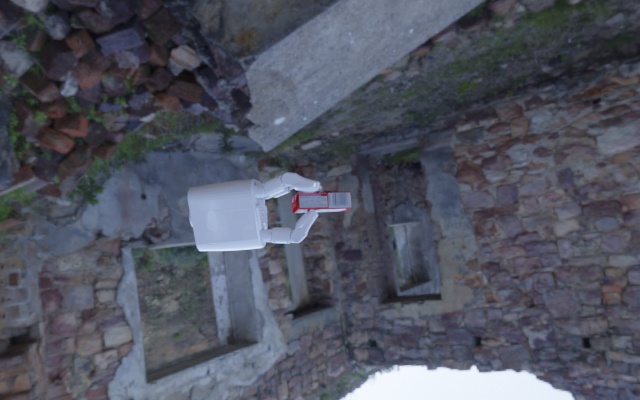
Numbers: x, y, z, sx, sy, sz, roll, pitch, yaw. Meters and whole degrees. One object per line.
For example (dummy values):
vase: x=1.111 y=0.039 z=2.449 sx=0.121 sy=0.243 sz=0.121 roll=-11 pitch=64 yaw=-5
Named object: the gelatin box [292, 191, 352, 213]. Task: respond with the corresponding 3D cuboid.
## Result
gelatin box: x=0.000 y=0.003 z=0.781 sx=0.089 sy=0.030 sz=0.073 roll=-1 pitch=-5 yaw=-9
